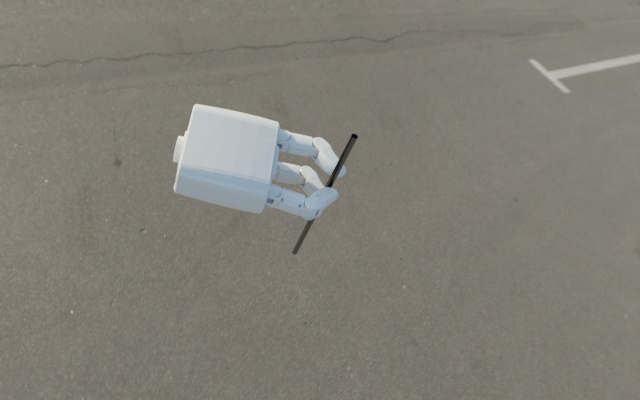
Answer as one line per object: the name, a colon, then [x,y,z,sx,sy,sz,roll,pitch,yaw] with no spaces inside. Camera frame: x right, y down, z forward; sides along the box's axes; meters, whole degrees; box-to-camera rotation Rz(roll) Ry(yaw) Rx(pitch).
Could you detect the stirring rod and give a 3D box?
stirring rod: [0.000,0.002,0.630,0.011,0.011,0.240,0,-39,-25]
